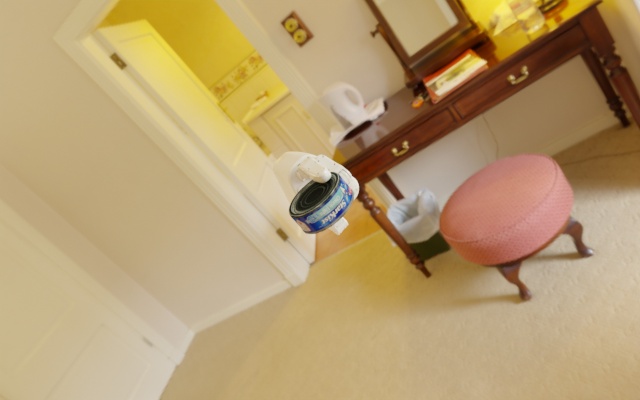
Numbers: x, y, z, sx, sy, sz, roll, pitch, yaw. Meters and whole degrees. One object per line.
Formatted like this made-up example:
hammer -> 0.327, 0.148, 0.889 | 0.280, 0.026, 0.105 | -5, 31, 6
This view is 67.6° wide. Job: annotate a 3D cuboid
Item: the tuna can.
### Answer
tuna can -> 0.000, 0.002, 0.630 | 0.034, 0.086, 0.086 | 50, -26, -24
